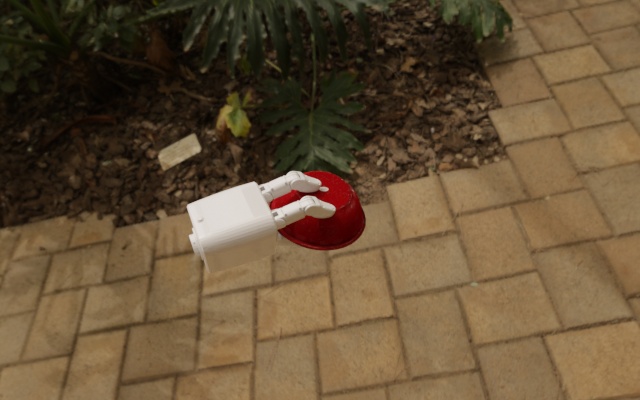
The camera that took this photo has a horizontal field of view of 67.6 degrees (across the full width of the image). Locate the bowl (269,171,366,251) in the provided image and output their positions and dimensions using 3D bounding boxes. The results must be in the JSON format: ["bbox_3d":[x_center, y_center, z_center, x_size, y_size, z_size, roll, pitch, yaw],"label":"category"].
[{"bbox_3d":[0.001,0.002,0.767,0.162,0.055,0.162,8,42,-7],"label":"bowl"}]
